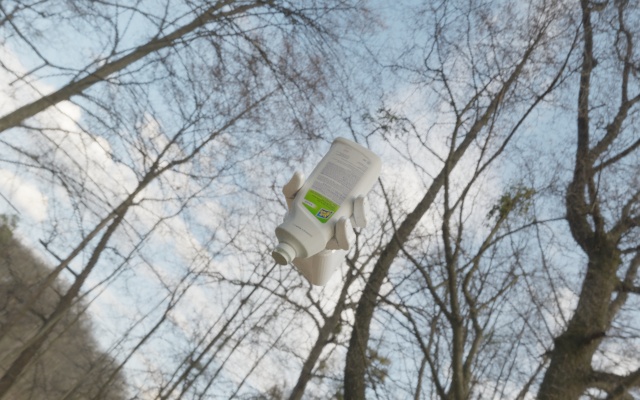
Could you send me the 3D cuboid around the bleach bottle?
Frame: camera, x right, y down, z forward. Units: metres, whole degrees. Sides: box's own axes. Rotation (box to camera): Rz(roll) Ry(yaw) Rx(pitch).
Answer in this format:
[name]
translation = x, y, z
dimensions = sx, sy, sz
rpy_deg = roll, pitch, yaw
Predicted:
[bleach bottle]
translation = 0.000, 0.002, 0.760
dimensions = 0.102, 0.068, 0.250
rpy_deg = 28, 53, 17
